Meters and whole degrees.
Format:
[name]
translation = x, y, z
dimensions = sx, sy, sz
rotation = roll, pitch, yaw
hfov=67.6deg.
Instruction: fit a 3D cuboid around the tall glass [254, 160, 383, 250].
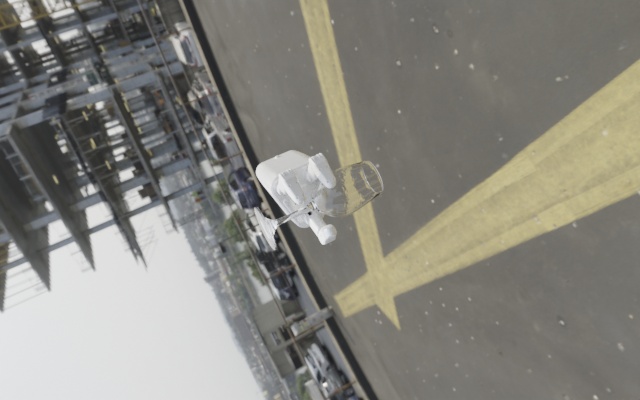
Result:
[tall glass]
translation = 0.000, 0.003, 0.766
dimensions = 0.201, 0.079, 0.079
rotation = -25, 7, -15
